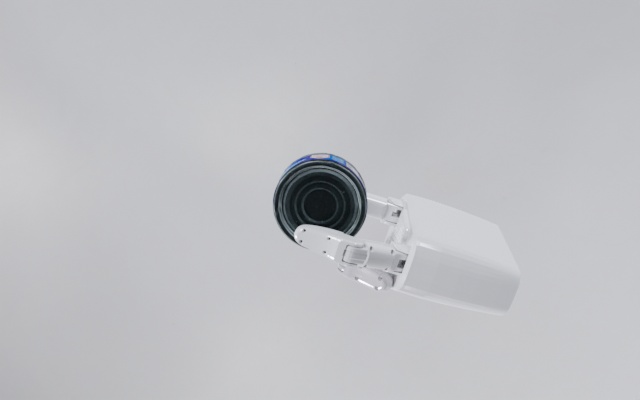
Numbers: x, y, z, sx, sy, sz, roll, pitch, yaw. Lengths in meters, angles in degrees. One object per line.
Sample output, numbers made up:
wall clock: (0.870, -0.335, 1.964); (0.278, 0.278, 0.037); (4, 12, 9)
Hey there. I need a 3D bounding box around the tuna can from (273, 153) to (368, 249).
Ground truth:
tuna can: (0.000, 0.002, 0.434); (0.086, 0.086, 0.033); (0, 15, 3)
